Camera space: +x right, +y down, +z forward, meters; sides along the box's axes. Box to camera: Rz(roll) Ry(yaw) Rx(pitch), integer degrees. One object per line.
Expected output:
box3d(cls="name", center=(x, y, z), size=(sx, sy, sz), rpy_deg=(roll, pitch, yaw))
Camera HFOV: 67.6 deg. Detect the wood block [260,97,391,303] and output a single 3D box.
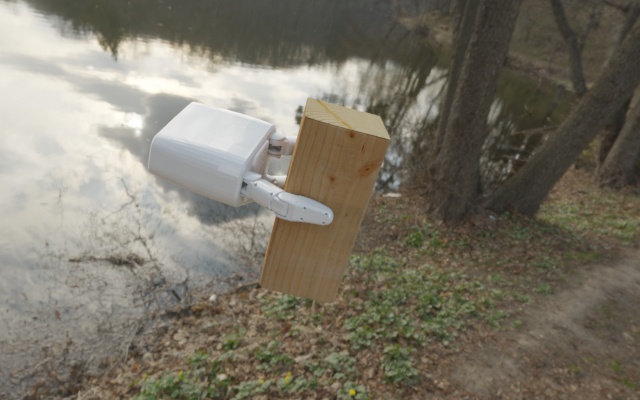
box3d(cls="wood block", center=(0.000, 0.002, 0.545), size=(0.090, 0.206, 0.090), rpy_deg=(14, 24, -6))
